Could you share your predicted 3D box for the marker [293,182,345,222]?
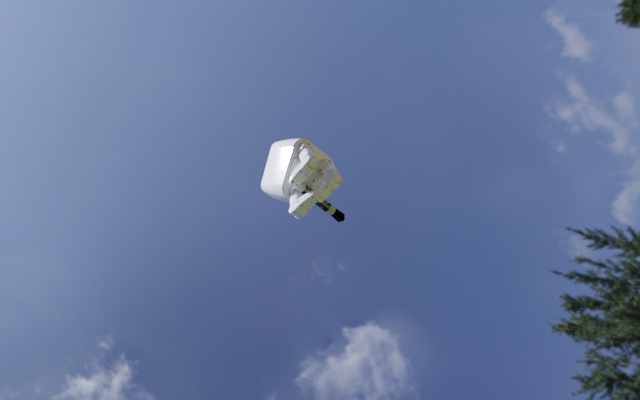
[{"bbox_3d":[0.000,0.003,0.855,0.121,0.020,0.020,37,-20,-29],"label":"marker"}]
